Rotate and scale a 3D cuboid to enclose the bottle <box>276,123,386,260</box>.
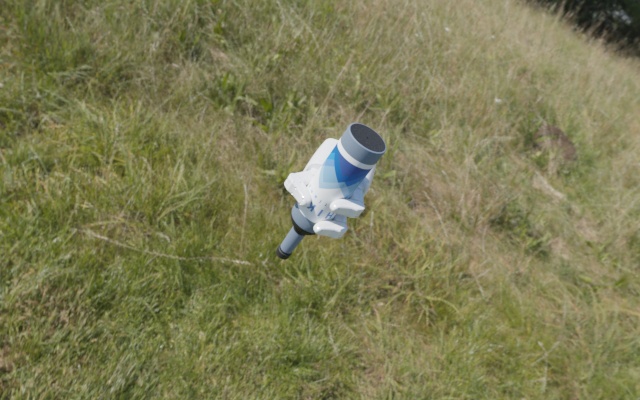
[{"bbox_3d":[0.000,0.002,0.796,0.069,0.069,0.296,0,-41,-39],"label":"bottle"}]
